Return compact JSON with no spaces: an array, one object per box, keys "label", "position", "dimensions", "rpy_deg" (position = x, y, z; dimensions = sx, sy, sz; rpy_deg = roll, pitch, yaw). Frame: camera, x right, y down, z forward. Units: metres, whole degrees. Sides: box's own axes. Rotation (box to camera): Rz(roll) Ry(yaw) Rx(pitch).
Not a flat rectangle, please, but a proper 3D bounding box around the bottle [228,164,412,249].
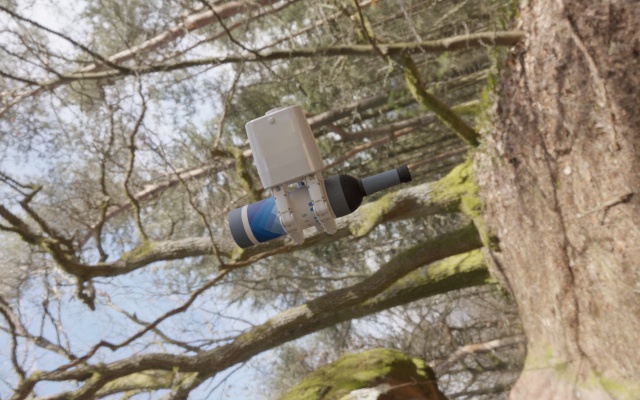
[{"label":"bottle","position":[0.000,0.003,0.764],"dimensions":[0.296,0.069,0.069],"rpy_deg":[-19,-3,10]}]
